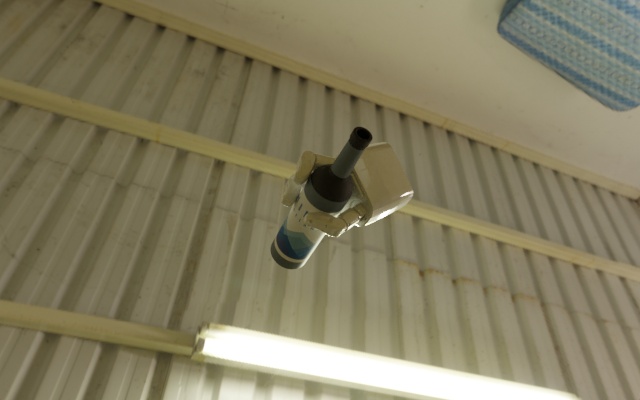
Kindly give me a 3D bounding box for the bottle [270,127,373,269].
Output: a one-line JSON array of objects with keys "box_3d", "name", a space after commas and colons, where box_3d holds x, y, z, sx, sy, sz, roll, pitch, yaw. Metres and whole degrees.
[{"box_3d": [0.000, 0.003, 0.716, 0.069, 0.069, 0.296, 0, -36, -27], "name": "bottle"}]
